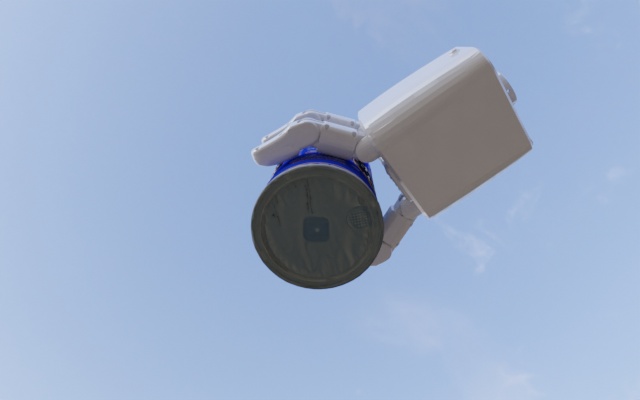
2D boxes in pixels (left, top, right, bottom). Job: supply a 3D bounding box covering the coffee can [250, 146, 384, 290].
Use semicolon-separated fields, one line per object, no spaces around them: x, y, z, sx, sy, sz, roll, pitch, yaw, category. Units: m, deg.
0.000;0.002;0.430;0.103;0.103;0.140;0;18;2;coffee can
